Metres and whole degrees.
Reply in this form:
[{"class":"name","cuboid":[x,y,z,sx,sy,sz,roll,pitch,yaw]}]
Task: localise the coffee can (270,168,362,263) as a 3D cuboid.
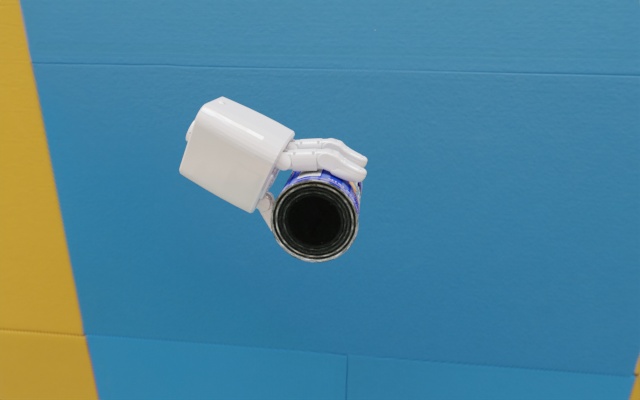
[{"class":"coffee can","cuboid":[0.000,0.002,0.610,0.103,0.103,0.140,0,20,7]}]
